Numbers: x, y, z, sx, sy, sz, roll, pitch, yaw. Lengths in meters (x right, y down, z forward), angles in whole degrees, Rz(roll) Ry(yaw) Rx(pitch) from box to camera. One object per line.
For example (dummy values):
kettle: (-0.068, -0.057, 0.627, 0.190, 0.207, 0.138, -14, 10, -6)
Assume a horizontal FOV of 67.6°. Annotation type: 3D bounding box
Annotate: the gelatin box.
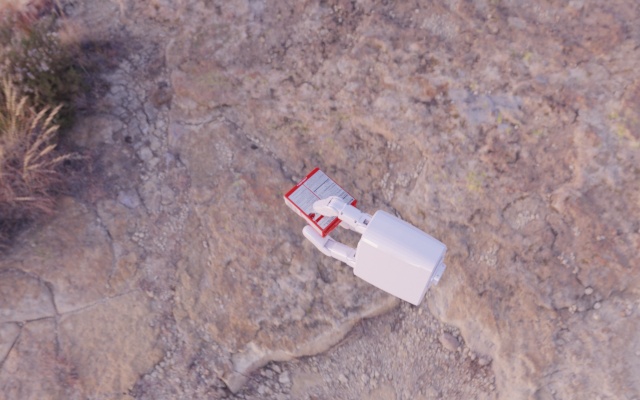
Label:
gelatin box: (0.000, 0.002, 0.734, 0.089, 0.073, 0.030, 42, -18, 19)
